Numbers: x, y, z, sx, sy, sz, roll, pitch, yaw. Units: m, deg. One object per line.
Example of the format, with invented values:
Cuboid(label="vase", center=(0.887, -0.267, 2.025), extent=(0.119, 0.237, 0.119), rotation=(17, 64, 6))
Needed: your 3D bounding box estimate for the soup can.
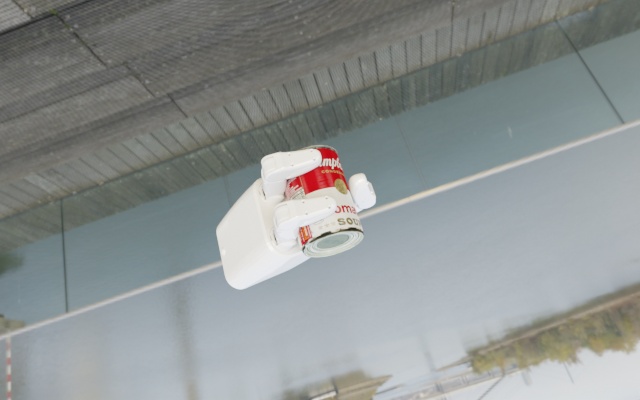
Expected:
Cuboid(label="soup can", center=(0.001, 0.002, 0.511), extent=(0.068, 0.102, 0.068), rotation=(-14, -24, -6))
